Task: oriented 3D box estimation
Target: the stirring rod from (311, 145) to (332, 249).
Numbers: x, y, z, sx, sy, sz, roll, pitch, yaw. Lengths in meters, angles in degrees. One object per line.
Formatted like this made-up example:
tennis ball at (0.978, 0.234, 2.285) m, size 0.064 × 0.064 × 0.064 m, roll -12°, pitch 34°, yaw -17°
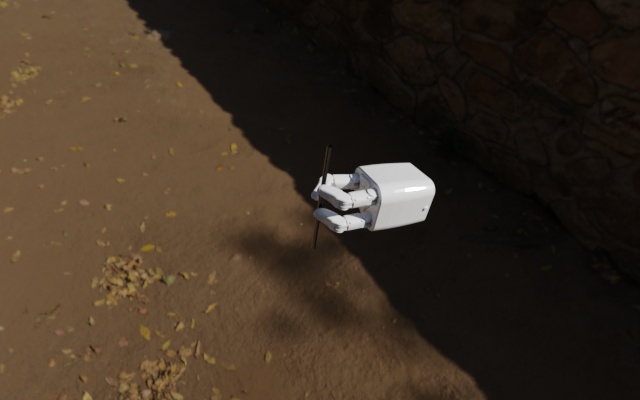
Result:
stirring rod at (0.000, 0.003, 0.819) m, size 0.011 × 0.240 × 0.011 m, roll 5°, pitch 43°, yaw -5°
